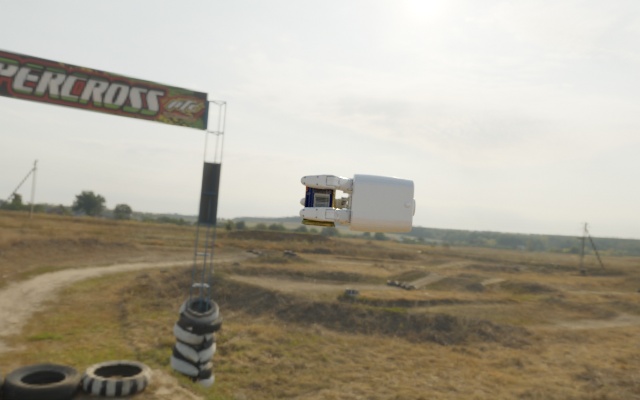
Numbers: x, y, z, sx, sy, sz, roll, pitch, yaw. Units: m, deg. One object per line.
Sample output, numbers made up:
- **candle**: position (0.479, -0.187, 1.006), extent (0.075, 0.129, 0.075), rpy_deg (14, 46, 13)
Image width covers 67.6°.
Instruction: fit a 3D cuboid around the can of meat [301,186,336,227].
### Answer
- **can of meat**: position (0.000, 0.002, 0.851), extent (0.057, 0.084, 0.102), rpy_deg (4, -4, 3)
